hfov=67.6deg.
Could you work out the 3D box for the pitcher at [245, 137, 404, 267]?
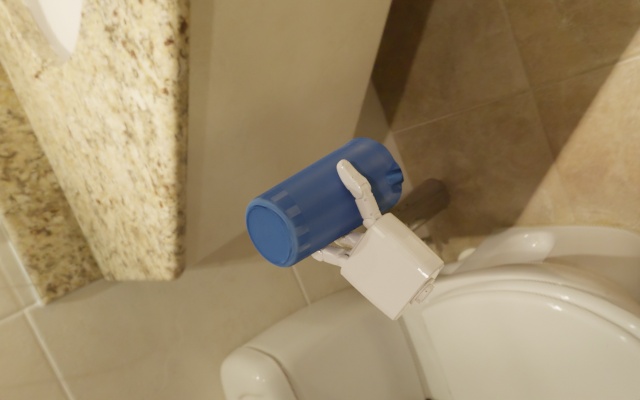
[{"bbox_3d":[0.000,0.003,0.740,0.145,0.149,0.242,43,47,20],"label":"pitcher"}]
